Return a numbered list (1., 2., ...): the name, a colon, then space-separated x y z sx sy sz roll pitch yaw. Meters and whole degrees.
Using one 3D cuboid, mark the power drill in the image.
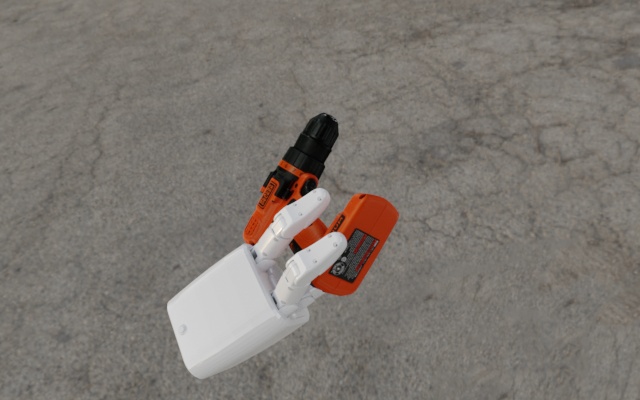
1. power drill: 0.000 0.002 0.518 0.057 0.184 0.187 25 6 -34
